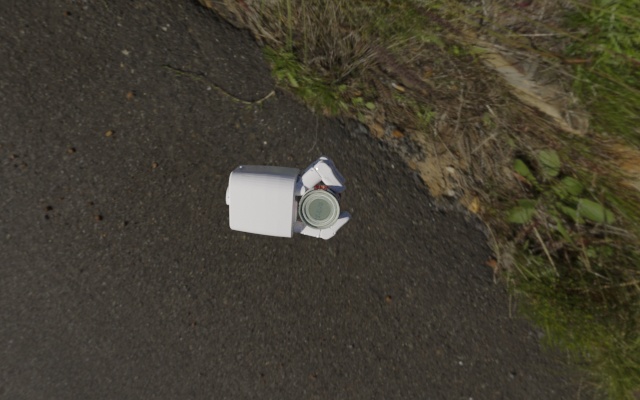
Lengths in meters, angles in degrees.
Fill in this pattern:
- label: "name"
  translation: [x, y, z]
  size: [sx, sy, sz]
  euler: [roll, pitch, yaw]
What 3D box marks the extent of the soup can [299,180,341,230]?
- label: "soup can"
  translation: [0.001, 0.003, 0.792]
  size: [0.068, 0.068, 0.102]
  euler: [0, 14, 2]
